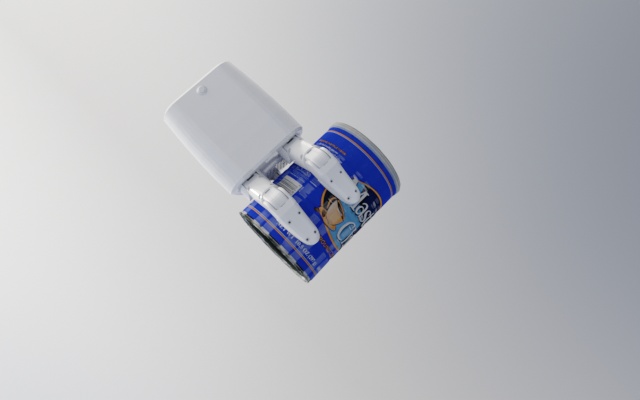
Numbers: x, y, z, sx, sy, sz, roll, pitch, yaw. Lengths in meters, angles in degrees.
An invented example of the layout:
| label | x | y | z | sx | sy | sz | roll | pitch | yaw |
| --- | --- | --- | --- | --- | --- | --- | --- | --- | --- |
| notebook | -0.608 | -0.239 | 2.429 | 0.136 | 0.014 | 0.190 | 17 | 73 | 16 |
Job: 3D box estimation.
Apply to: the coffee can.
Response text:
| label | x | y | z | sx | sy | sz | roll | pitch | yaw |
| --- | --- | --- | --- | --- | --- | --- | --- | --- | --- |
| coffee can | 0.000 | 0.002 | 0.507 | 0.140 | 0.103 | 0.103 | -44 | 11 | -12 |
